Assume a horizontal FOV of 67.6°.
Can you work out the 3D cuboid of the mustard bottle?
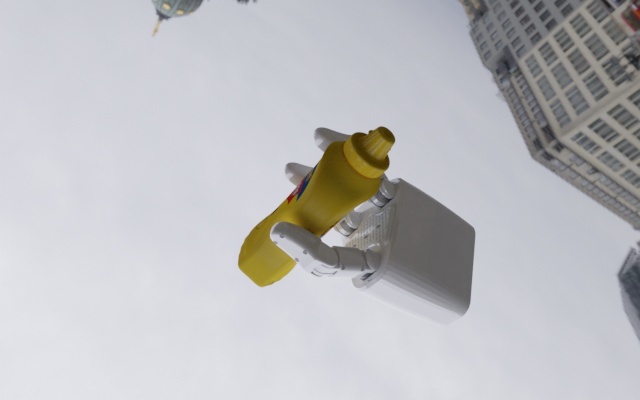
[{"bbox_3d":[0.000,0.001,0.438,0.192,0.058,0.096,-44,3,37],"label":"mustard bottle"}]
